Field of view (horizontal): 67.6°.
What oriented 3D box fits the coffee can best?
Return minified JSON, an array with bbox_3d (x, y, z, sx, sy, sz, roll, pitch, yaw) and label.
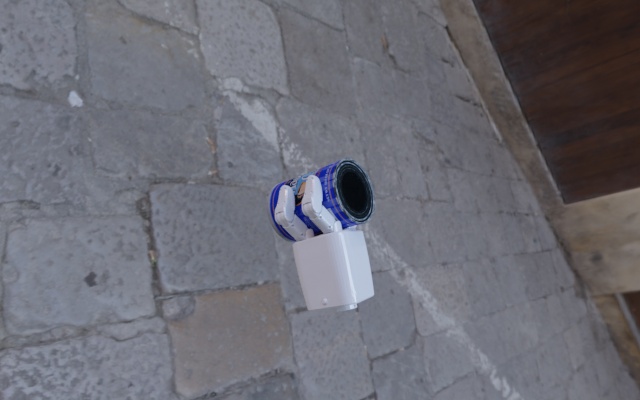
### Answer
[{"bbox_3d":[0.000,0.002,0.756,0.140,0.103,0.103,-18,-11,37],"label":"coffee can"}]
